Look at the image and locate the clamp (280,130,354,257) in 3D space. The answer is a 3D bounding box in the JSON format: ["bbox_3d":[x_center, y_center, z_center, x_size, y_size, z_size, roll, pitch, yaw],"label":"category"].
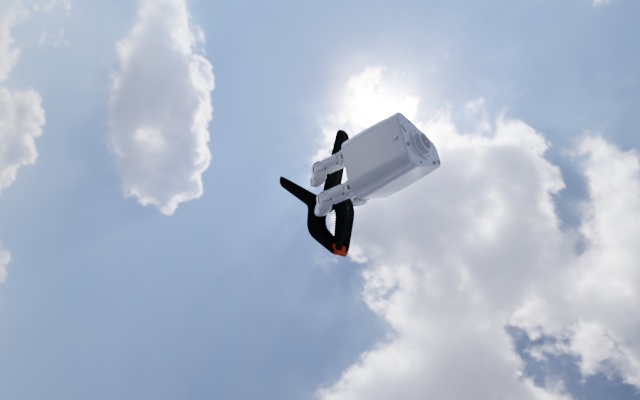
[{"bbox_3d":[0.001,0.003,0.816,0.164,0.210,0.036,-29,-31,35],"label":"clamp"}]
